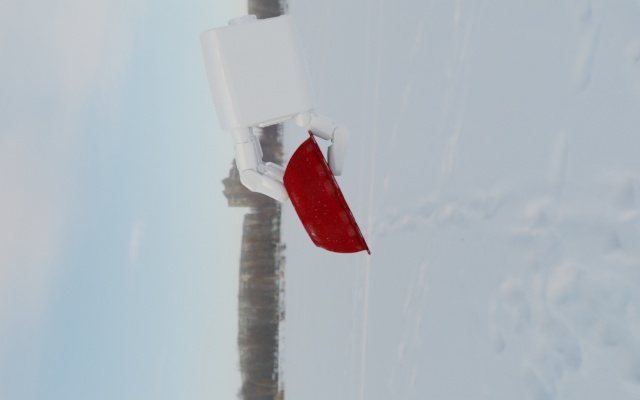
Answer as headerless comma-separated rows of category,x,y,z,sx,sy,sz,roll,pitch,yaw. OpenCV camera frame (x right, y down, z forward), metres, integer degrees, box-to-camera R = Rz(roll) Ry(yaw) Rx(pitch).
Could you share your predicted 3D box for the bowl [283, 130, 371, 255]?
bowl,0.000,0.003,0.561,0.055,0.162,0.162,-27,-1,2
